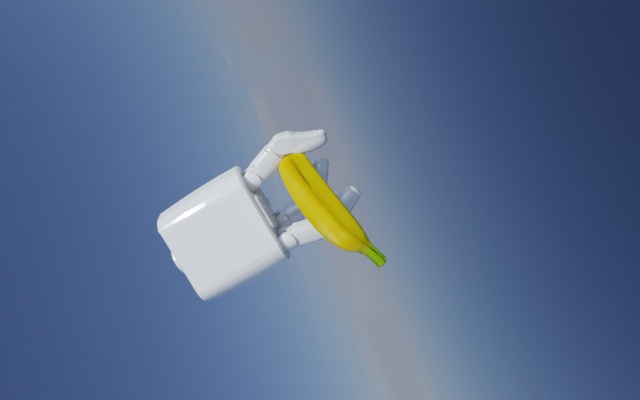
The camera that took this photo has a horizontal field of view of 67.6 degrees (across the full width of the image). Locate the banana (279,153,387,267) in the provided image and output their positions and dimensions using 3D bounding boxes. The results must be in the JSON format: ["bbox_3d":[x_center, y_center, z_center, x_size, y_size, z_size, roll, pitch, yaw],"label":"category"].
[{"bbox_3d":[-0.007,-0.006,0.485,0.070,0.037,0.197,49,3,-46],"label":"banana"}]
